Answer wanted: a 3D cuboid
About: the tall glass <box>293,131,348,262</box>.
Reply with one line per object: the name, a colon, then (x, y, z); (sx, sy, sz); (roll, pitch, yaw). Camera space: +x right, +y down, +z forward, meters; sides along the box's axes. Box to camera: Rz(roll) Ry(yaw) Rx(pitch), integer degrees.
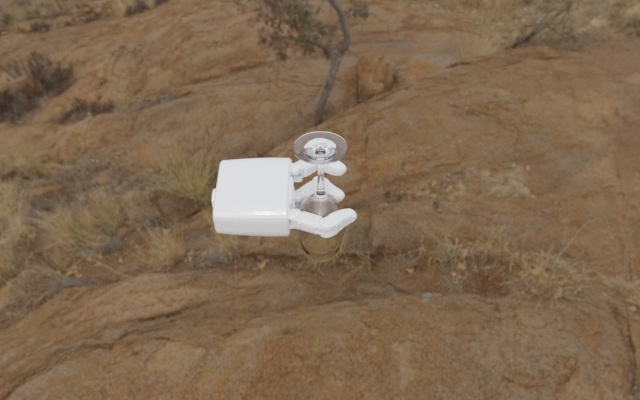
tall glass: (0.000, 0.002, 0.704); (0.079, 0.201, 0.079); (0, 42, 0)
